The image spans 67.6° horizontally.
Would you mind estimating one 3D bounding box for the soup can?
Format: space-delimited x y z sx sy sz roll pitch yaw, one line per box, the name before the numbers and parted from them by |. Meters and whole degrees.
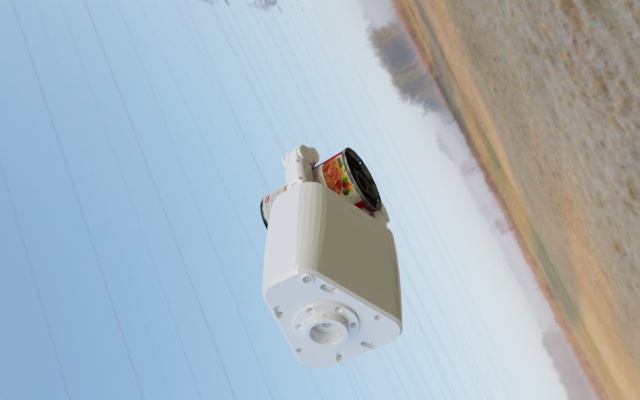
soup can | 0.000 0.001 0.474 0.102 0.068 0.068 -29 -11 20
